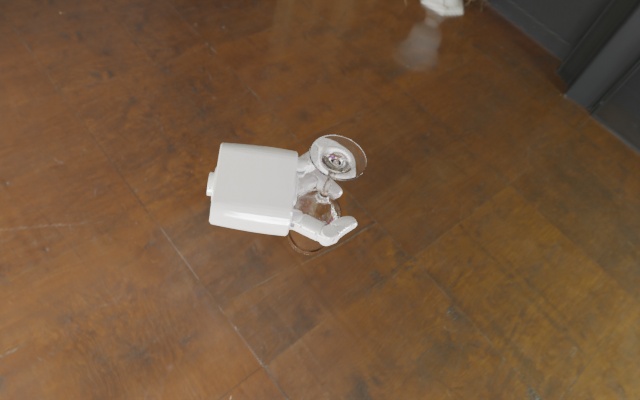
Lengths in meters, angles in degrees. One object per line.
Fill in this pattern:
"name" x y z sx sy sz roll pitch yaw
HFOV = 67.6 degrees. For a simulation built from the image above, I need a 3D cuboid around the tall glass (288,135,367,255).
"tall glass" 0.000 0.002 0.677 0.079 0.079 0.201 0 -35 -15
